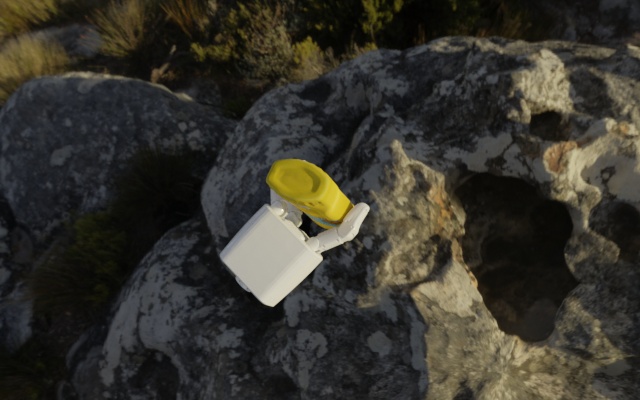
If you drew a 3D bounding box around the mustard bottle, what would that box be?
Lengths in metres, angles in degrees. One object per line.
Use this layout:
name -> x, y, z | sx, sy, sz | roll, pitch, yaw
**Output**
mustard bottle -> 0.000, 0.002, 0.713 | 0.096, 0.058, 0.192 | 18, -12, 25
